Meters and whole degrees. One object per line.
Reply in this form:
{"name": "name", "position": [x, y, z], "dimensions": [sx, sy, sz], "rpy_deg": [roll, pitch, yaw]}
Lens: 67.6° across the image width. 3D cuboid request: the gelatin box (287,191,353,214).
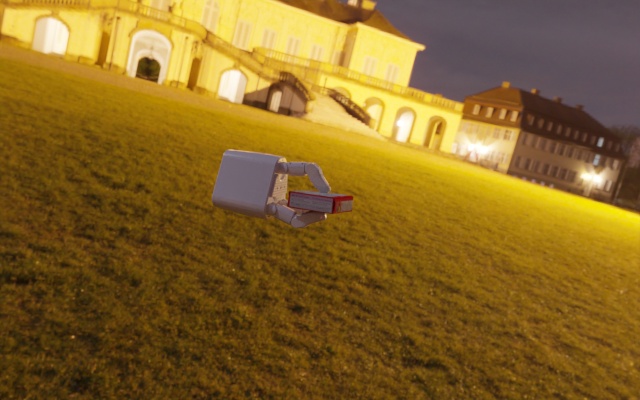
{"name": "gelatin box", "position": [0.000, 0.002, 0.804], "dimensions": [0.089, 0.030, 0.073], "rpy_deg": [8, 5, 28]}
